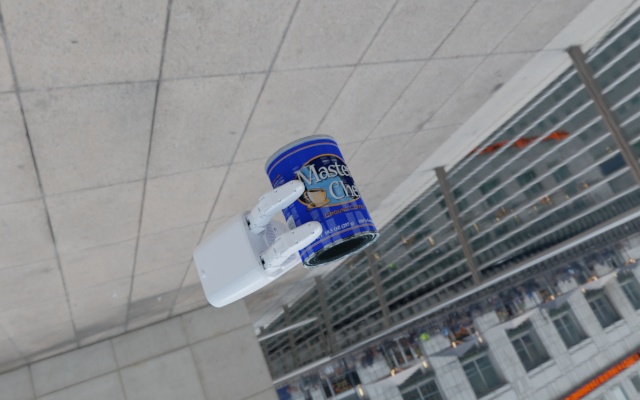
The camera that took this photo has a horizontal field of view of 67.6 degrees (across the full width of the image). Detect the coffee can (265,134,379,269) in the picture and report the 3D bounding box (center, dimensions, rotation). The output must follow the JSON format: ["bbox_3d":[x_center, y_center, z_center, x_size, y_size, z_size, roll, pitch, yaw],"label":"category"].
[{"bbox_3d":[0.000,0.002,0.611,0.103,0.140,0.103,-21,-18,-7],"label":"coffee can"}]
